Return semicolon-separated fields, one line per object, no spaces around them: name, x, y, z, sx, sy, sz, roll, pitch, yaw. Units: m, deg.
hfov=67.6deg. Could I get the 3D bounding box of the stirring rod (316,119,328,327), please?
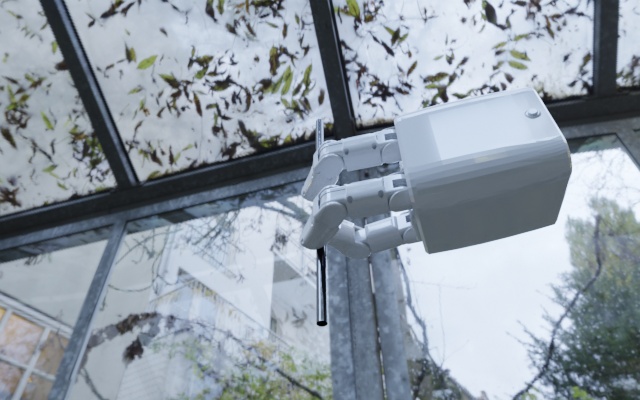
stirring rod;0.000;0.001;0.417;0.011;0.011;0.239;0;44;0
